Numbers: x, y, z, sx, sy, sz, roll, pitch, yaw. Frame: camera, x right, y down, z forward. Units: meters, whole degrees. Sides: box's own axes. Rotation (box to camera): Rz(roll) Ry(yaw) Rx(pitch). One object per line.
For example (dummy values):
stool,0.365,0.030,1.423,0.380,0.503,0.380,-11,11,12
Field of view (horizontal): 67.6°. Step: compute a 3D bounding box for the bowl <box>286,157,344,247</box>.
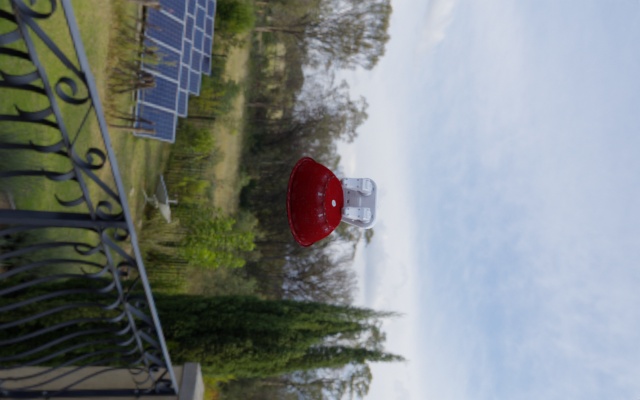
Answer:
bowl,0.000,0.003,0.842,0.055,0.162,0.162,1,0,24
